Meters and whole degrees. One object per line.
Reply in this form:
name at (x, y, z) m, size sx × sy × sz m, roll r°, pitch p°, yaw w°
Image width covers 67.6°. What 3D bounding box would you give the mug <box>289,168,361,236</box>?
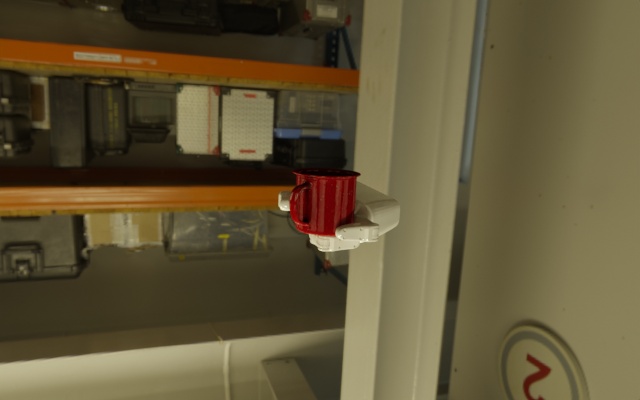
mug at (-0.001, 0.003, 0.647) m, size 0.093 × 0.081 × 0.117 m, roll 9°, pitch 12°, yaw 34°
